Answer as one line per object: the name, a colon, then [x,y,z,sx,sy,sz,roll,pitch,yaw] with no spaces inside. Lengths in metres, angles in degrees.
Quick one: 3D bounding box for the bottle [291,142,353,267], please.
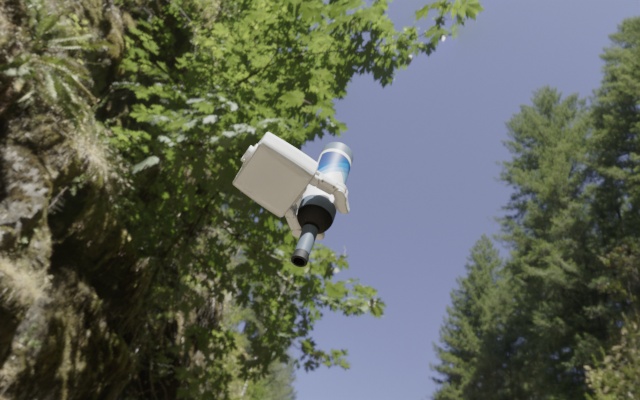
bottle: [0.000,0.003,0.870,0.069,0.069,0.295,0,40,18]
